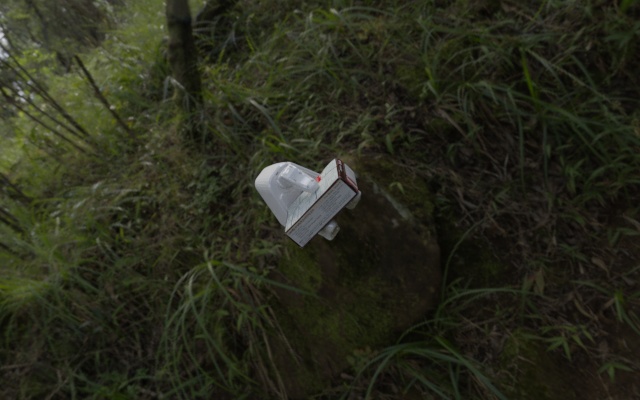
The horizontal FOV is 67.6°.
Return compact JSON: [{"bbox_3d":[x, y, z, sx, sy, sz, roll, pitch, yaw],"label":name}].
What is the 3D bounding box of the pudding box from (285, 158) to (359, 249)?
[{"bbox_3d":[0.000,0.002,0.662,0.039,0.113,0.090,38,17,-15],"label":"pudding box"}]
